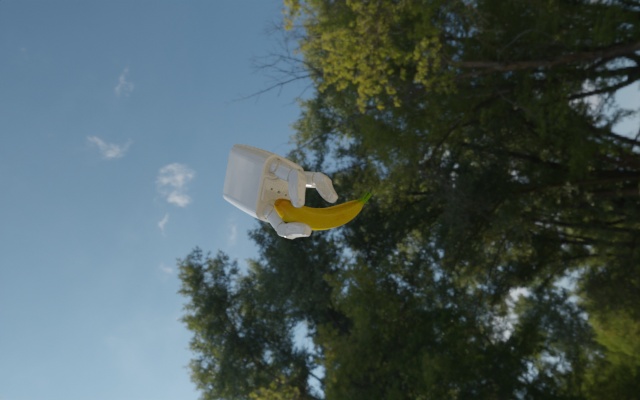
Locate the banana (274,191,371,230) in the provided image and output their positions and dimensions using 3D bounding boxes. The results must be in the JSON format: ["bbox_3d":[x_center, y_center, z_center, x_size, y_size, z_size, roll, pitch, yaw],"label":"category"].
[{"bbox_3d":[-0.001,0.019,0.801,0.198,0.070,0.037,-7,29,-39],"label":"banana"}]
